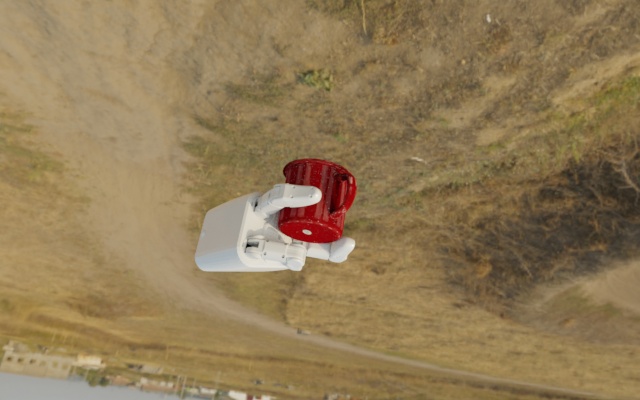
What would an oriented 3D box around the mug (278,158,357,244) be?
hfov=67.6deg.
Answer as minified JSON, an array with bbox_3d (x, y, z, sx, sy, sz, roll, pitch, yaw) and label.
[{"bbox_3d":[0.001,0.002,0.595,0.093,0.081,0.117,28,-30,-37],"label":"mug"}]
